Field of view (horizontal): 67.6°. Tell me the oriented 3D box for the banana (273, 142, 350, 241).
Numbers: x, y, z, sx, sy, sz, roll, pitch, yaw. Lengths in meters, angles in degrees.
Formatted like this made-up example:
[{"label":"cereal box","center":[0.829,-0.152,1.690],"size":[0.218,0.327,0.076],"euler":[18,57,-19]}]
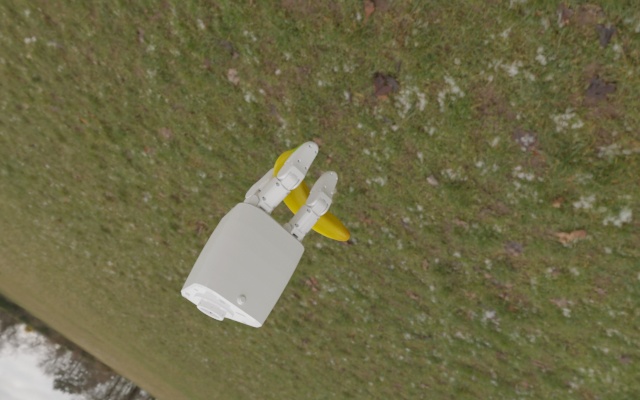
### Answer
[{"label":"banana","center":[-0.017,-0.003,0.640],"size":[0.069,0.037,0.198],"euler":[9,-32,28]}]
